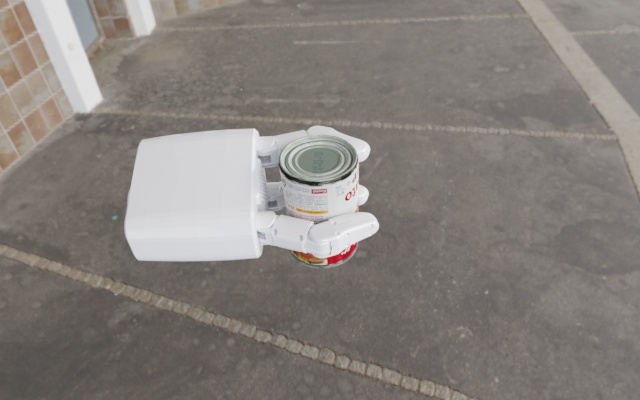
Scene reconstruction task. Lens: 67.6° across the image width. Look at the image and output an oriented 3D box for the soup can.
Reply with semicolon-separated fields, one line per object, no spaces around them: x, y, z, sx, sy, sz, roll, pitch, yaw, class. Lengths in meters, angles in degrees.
0.001;0.001;0.424;0.068;0.102;0.068;-2;42;2;soup can
